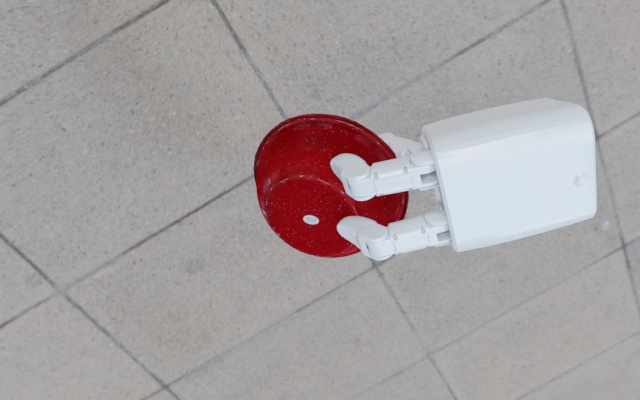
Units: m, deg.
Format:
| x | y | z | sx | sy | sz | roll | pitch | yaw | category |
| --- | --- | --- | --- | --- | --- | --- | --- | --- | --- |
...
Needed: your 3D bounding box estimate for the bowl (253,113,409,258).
| x | y | z | sx | sy | sz | roll | pitch | yaw | category |
| --- | --- | --- | --- | --- | --- | --- | --- | --- | --- |
| -0.001 | 0.002 | 0.458 | 0.162 | 0.162 | 0.055 | 0 | 34 | 22 | bowl |
